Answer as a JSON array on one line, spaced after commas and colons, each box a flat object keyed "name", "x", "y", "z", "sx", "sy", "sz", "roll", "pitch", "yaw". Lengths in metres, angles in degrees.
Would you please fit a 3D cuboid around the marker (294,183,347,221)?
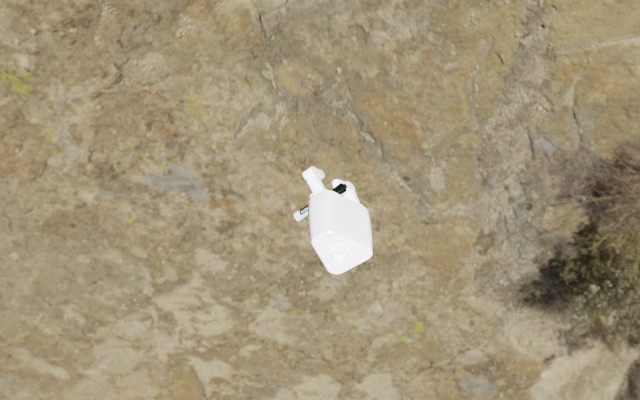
[{"name": "marker", "x": 0.000, "y": 0.003, "z": 0.896, "sx": 0.121, "sy": 0.020, "sz": 0.020, "roll": -32, "pitch": -15, "yaw": 24}]
